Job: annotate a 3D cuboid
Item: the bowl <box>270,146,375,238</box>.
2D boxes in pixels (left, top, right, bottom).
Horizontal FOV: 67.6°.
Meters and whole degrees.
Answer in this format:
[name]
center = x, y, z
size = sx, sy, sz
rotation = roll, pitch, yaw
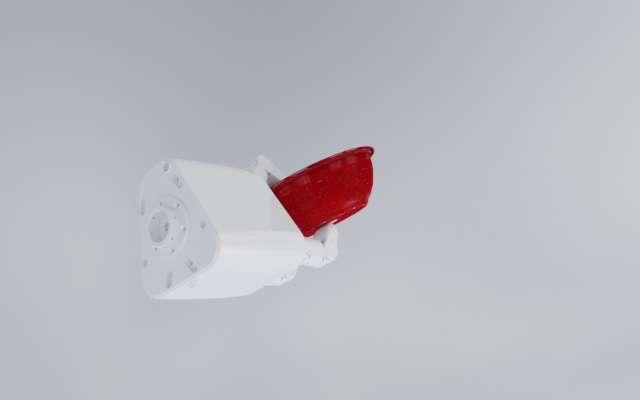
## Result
[bowl]
center = 0.001, 0.002, 0.540
size = 0.162, 0.055, 0.162
rotation = -27, -8, -4
